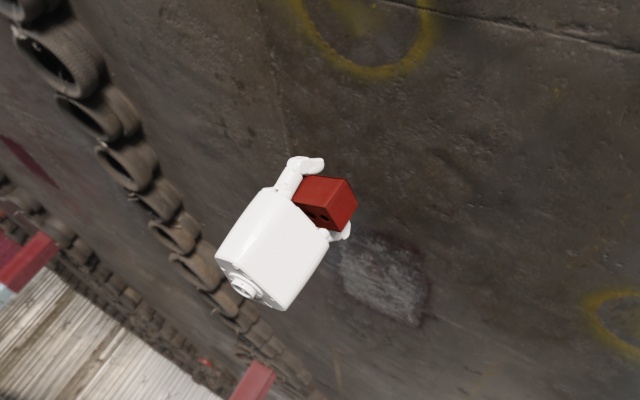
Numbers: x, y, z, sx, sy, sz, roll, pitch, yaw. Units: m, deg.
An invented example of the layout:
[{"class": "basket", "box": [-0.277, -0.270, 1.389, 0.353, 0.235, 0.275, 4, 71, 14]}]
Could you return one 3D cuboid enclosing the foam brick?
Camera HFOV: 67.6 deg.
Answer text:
[{"class": "foam brick", "box": [0.000, 0.002, 0.629, 0.078, 0.051, 0.053, 9, -36, 38]}]
